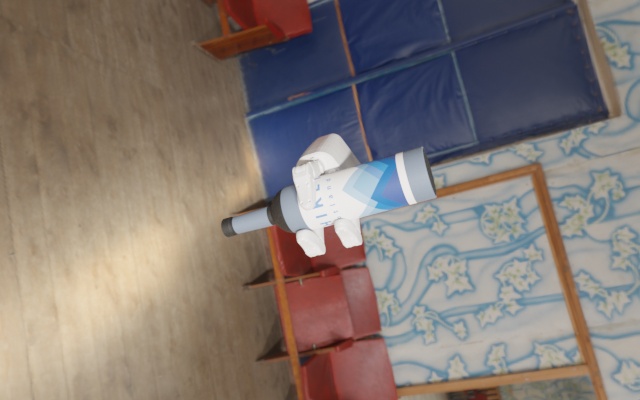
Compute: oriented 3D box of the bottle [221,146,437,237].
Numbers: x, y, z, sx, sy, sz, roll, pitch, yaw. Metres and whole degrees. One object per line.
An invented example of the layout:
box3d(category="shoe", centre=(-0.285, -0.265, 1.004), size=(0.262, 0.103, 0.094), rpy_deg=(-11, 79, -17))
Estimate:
box3d(category="bottle", centre=(0.000, 0.002, 0.636), size=(0.296, 0.069, 0.069), rpy_deg=(-15, -5, 18))
